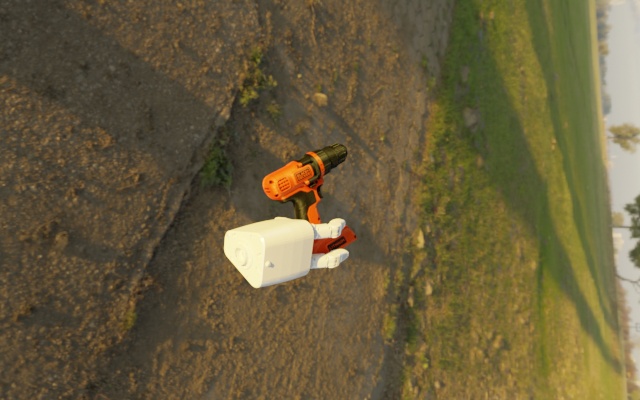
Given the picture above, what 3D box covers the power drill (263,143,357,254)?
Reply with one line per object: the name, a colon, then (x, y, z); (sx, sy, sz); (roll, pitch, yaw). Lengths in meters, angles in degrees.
power drill: (0.000, 0.003, 0.889); (0.184, 0.188, 0.057); (-29, 15, -27)
